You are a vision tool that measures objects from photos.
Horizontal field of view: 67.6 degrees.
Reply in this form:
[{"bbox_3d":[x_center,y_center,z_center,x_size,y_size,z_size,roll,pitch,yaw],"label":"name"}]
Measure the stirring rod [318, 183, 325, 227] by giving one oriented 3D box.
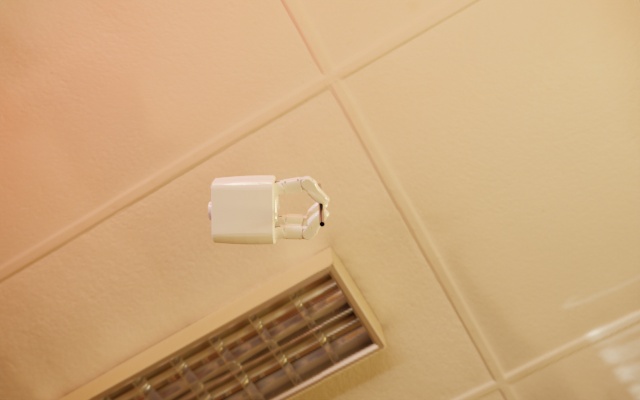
[{"bbox_3d":[0.000,0.003,0.839,0.011,0.011,0.239,0,16,-1],"label":"stirring rod"}]
